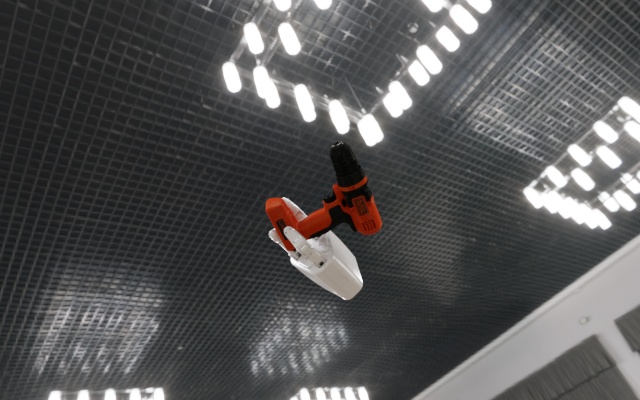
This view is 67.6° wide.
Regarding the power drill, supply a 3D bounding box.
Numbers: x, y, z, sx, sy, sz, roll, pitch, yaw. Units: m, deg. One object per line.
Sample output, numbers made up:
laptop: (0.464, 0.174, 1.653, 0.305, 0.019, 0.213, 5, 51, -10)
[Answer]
power drill: (0.000, 0.003, 0.863, 0.187, 0.184, 0.057, -20, 21, 11)
